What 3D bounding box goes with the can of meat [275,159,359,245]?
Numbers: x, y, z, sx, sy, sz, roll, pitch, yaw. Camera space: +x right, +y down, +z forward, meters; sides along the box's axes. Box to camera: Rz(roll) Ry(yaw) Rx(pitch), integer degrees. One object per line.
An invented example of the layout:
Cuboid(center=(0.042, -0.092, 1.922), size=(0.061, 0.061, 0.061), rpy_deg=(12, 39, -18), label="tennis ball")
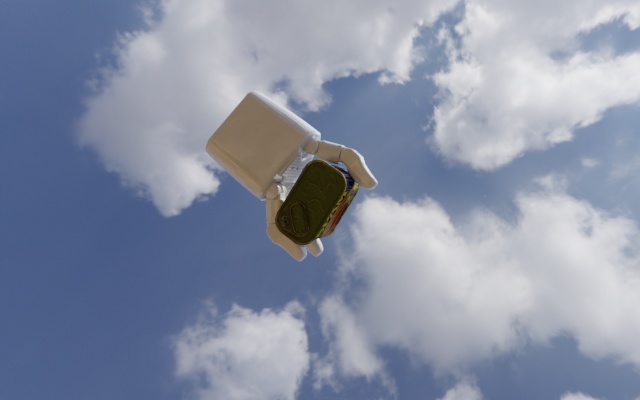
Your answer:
Cuboid(center=(0.000, 0.002, 0.601), size=(0.057, 0.102, 0.084), rpy_deg=(35, 11, 15), label="can of meat")
